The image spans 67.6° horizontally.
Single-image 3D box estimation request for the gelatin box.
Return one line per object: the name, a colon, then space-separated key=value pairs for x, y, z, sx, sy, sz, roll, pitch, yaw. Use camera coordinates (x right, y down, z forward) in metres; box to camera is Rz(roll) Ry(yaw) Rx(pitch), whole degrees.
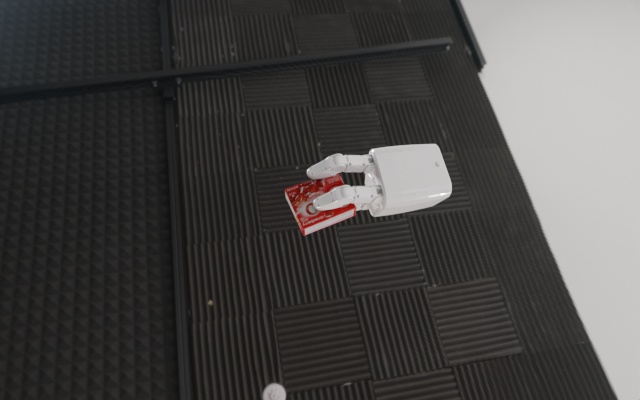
gelatin box: x=0.000 y=0.003 z=0.724 sx=0.089 sy=0.073 sz=0.030 roll=-21 pitch=-25 yaw=-10
